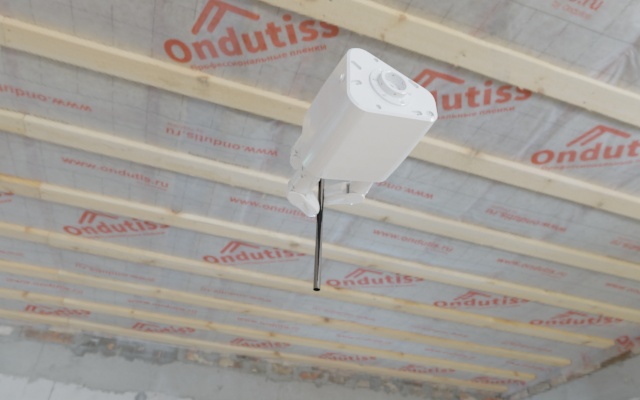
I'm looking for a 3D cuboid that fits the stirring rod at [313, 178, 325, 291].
[{"bbox_3d":[0.000,0.002,0.594,0.011,0.239,0.011,2,-37,1],"label":"stirring rod"}]
